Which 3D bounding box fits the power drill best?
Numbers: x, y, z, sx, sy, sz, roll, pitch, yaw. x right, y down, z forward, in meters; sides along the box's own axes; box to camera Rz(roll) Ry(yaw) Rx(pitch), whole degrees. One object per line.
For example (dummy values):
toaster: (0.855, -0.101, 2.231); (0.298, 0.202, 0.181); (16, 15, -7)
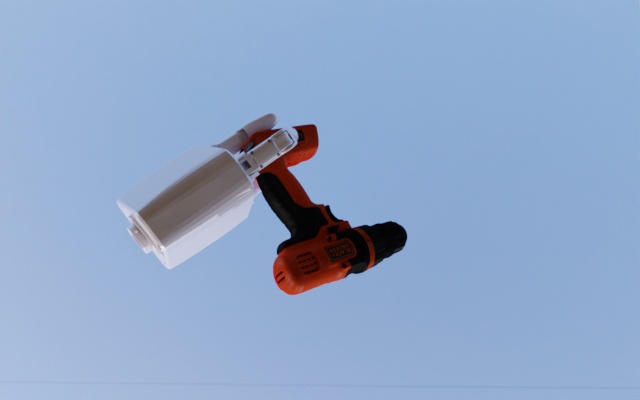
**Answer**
power drill: (0.000, 0.002, 0.553); (0.184, 0.187, 0.057); (-14, -23, -39)
